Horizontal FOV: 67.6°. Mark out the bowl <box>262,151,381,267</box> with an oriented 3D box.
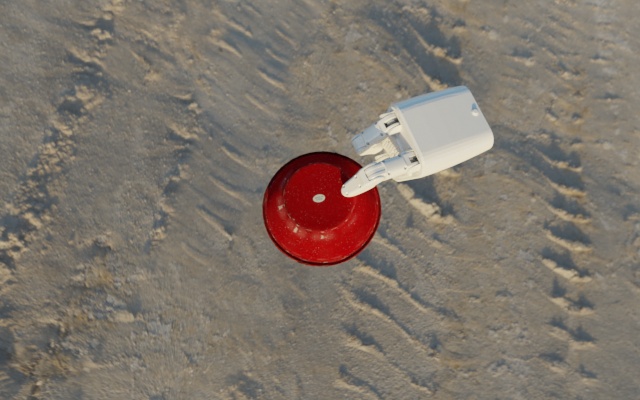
[{"bbox_3d":[-0.001,0.003,0.621,0.162,0.162,0.055,0,-16,3],"label":"bowl"}]
